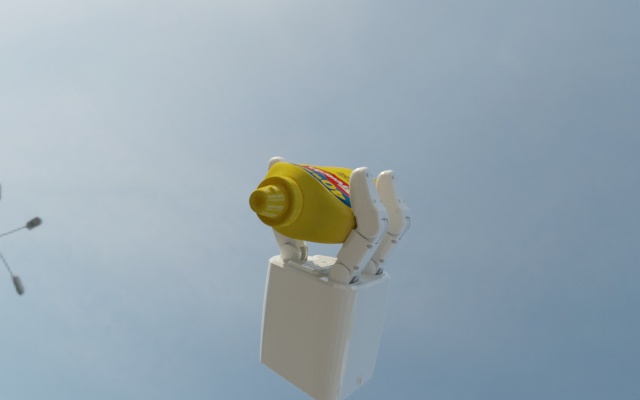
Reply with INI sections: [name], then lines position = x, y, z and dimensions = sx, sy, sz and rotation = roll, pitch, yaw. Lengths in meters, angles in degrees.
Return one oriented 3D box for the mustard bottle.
[mustard bottle]
position = 0.000, 0.001, 0.440
dimensions = 0.096, 0.058, 0.191
rotation = 38, 18, 24
